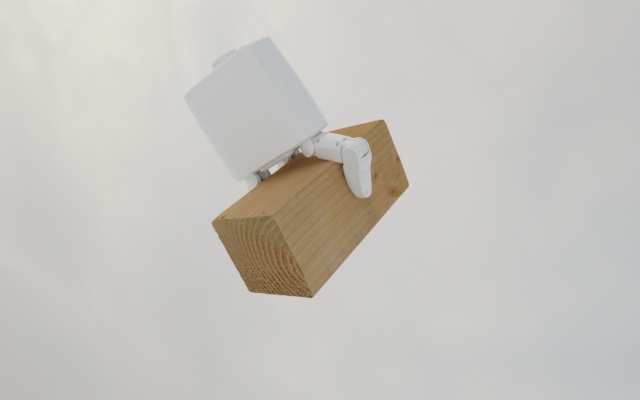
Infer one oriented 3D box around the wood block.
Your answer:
[{"bbox_3d":[0.000,0.001,0.507,0.091,0.090,0.206,-6,27,42],"label":"wood block"}]
